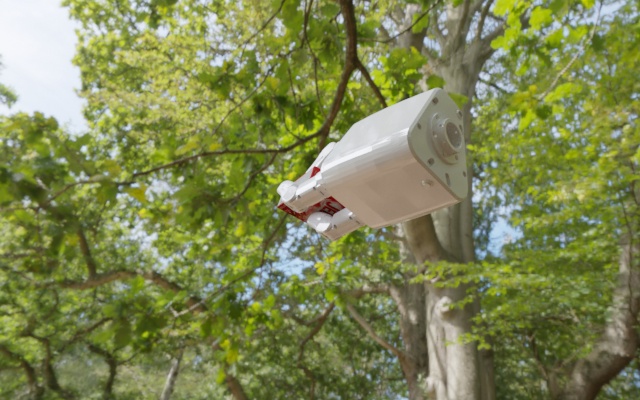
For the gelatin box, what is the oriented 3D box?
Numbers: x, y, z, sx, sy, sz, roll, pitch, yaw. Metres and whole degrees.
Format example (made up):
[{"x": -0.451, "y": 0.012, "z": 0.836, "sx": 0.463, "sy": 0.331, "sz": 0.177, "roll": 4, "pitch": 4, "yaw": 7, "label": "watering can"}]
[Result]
[{"x": 0.000, "y": 0.002, "z": 0.569, "sx": 0.073, "sy": 0.030, "sz": 0.089, "roll": 29, "pitch": -30, "yaw": -18, "label": "gelatin box"}]
